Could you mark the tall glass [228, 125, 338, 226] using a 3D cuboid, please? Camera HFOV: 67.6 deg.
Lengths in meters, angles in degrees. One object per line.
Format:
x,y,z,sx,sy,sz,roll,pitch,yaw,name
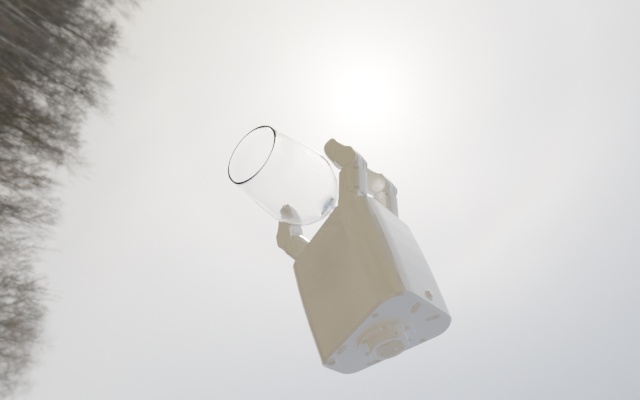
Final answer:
0.000,0.002,0.495,0.079,0.079,0.201,0,-26,45,tall glass
